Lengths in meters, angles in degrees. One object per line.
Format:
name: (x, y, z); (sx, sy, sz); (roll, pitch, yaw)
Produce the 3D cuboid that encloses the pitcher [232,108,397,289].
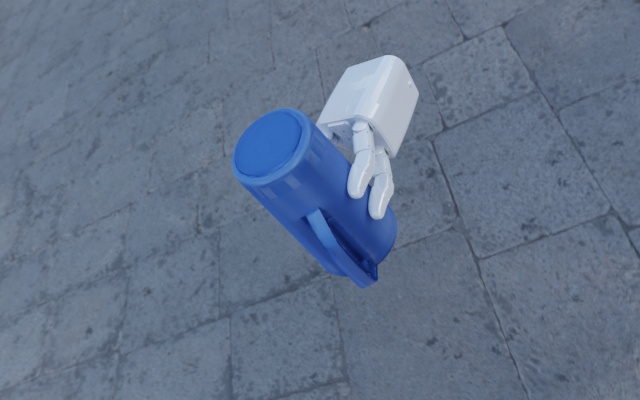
pitcher: (0.000, 0.002, 0.615); (0.149, 0.145, 0.243); (13, -21, 38)
